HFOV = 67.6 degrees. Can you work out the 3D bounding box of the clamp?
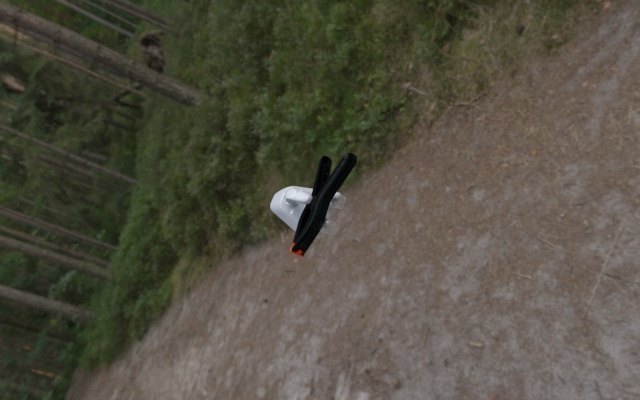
[{"bbox_3d":[-0.001,0.003,0.881,0.036,0.210,0.164,25,-11,-15],"label":"clamp"}]
